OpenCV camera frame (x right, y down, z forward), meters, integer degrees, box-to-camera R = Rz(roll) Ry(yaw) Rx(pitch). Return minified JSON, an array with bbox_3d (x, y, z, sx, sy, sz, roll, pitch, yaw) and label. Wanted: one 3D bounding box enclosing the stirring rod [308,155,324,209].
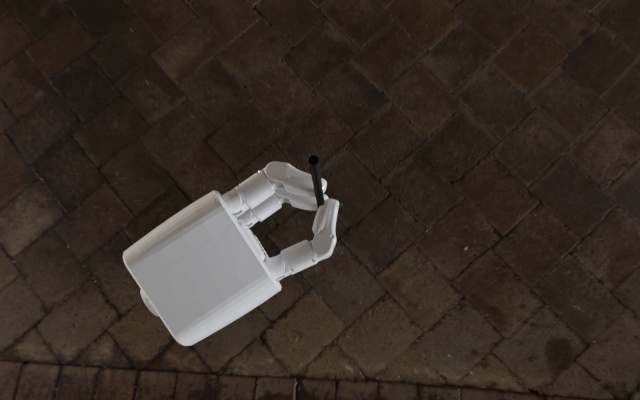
[{"bbox_3d":[0.000,0.002,0.476,0.011,0.011,0.239,0,-15,3],"label":"stirring rod"}]
